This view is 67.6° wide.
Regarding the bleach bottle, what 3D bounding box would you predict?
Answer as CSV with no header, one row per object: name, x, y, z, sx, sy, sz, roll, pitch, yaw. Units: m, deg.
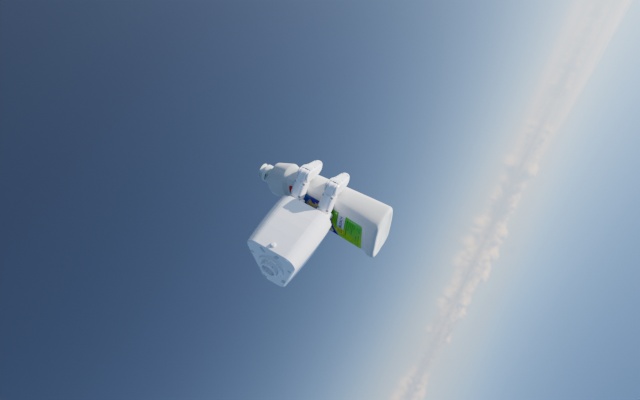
bleach bottle,0.000,0.003,0.846,0.251,0.068,0.103,26,-34,19
